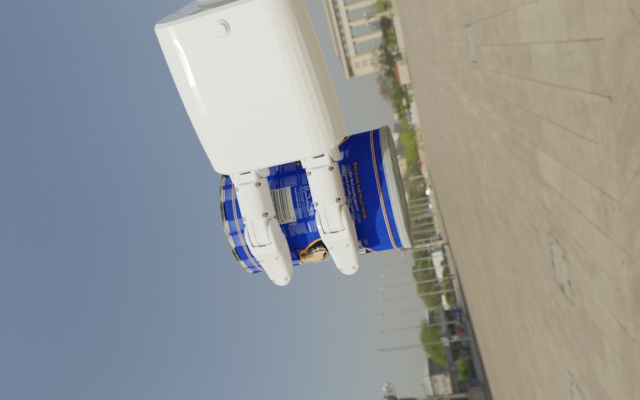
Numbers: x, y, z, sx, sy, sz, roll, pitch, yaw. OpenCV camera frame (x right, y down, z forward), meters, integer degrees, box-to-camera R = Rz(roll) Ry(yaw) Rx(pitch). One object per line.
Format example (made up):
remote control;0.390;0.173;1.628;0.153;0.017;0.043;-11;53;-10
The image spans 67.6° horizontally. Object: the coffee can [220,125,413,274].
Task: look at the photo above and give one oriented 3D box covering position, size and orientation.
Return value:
coffee can;0.000;0.001;0.411;0.140;0.103;0.103;-12;-3;12
